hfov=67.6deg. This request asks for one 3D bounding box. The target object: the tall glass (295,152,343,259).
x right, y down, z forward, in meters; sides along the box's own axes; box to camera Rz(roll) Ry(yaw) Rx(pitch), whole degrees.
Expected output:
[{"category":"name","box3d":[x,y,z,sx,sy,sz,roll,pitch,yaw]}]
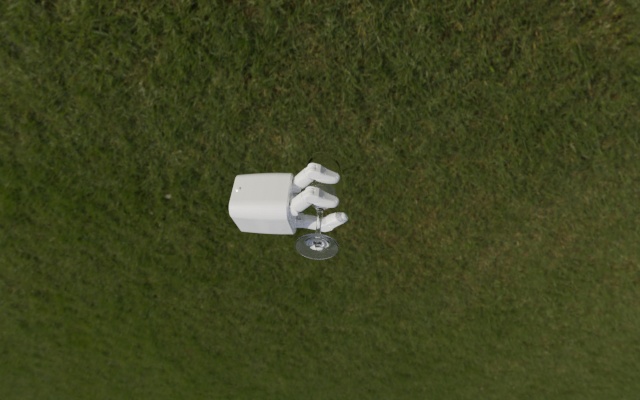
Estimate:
[{"category":"tall glass","box3d":[0.000,0.003,0.867,0.079,0.200,0.079,3,-40,3]}]
